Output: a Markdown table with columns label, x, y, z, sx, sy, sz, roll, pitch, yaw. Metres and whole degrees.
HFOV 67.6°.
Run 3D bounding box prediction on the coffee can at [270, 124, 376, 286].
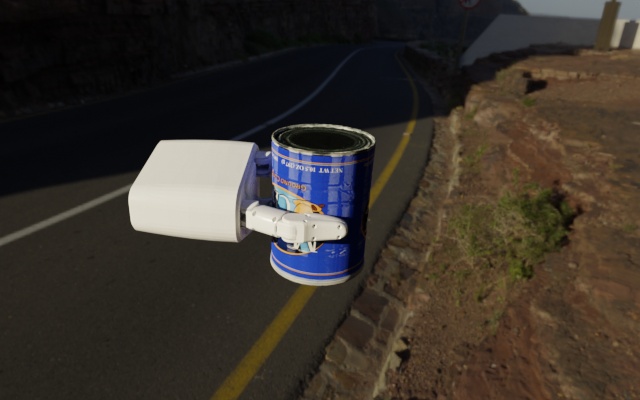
| label | x | y | z | sx | sy | sz | roll | pitch | yaw |
| --- | --- | --- | --- | --- | --- | --- | --- | --- | --- |
| coffee can | 0.000 | 0.002 | 0.495 | 0.103 | 0.140 | 0.102 | 3 | 23 | -1 |
